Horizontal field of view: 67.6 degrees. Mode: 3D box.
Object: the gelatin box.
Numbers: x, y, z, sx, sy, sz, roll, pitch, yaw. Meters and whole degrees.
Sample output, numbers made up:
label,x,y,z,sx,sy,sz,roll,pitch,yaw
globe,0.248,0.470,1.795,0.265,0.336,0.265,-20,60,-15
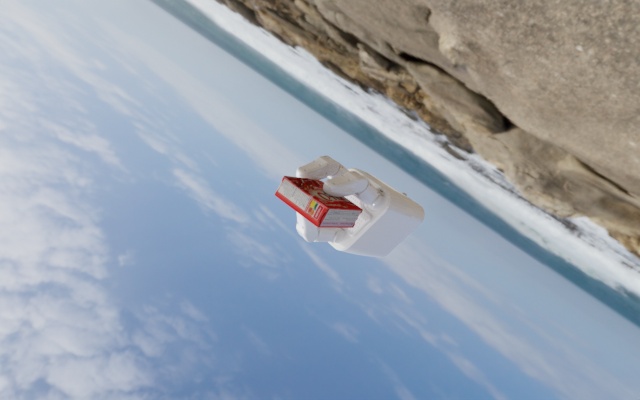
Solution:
label,x,y,z,sx,sy,sz,roll,pitch,yaw
gelatin box,0.000,0.002,0.578,0.073,0.030,0.089,36,16,28
